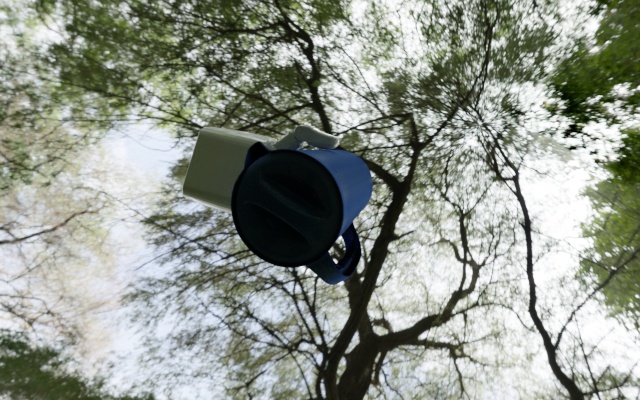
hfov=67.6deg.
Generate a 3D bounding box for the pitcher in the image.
[{"bbox_3d":[0.000,0.002,0.631,0.145,0.149,0.243,14,13,15],"label":"pitcher"}]
